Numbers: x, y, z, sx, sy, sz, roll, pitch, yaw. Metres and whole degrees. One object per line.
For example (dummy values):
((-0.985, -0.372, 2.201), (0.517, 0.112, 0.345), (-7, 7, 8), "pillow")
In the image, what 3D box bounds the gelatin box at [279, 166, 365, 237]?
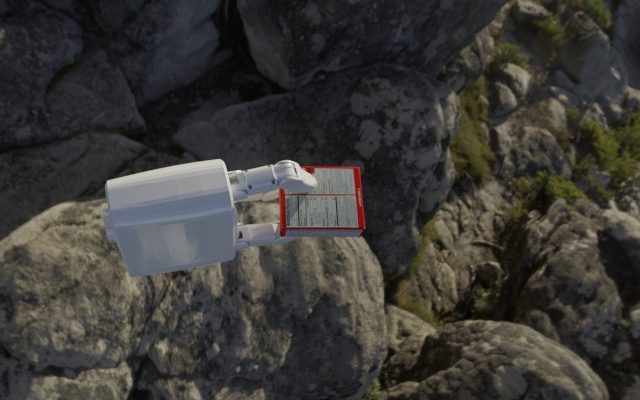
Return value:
((0.000, 0.001, 0.513), (0.089, 0.073, 0.030), (0, -24, -9), "gelatin box")
